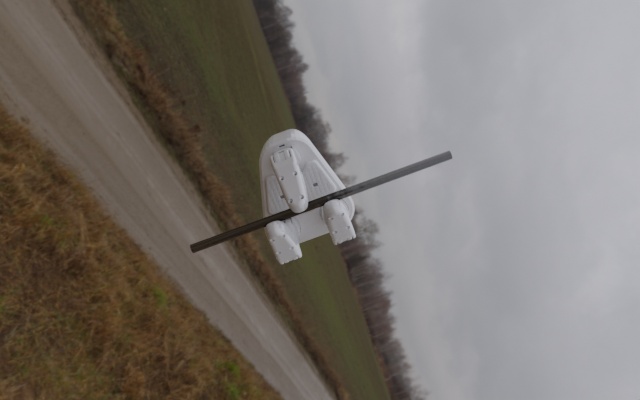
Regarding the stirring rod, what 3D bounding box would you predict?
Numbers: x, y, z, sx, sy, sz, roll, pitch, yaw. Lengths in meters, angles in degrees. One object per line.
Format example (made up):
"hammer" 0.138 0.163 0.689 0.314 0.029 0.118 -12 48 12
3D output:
"stirring rod" 0.000 0.001 0.418 0.239 0.011 0.011 -20 0 1
